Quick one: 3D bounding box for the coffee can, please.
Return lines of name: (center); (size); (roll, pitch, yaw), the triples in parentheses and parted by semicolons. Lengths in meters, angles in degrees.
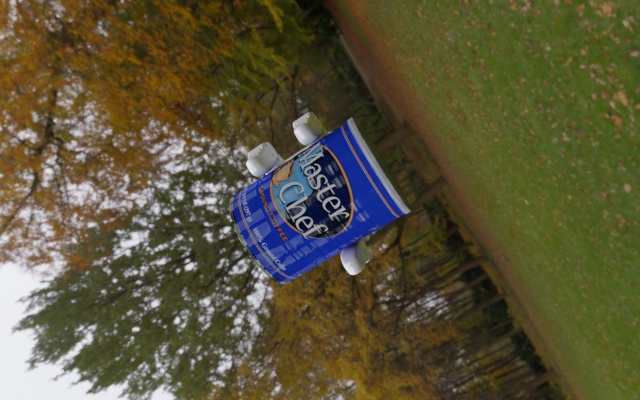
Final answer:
coffee can: (0.000, 0.002, 0.456); (0.140, 0.103, 0.103); (-32, -7, 11)
